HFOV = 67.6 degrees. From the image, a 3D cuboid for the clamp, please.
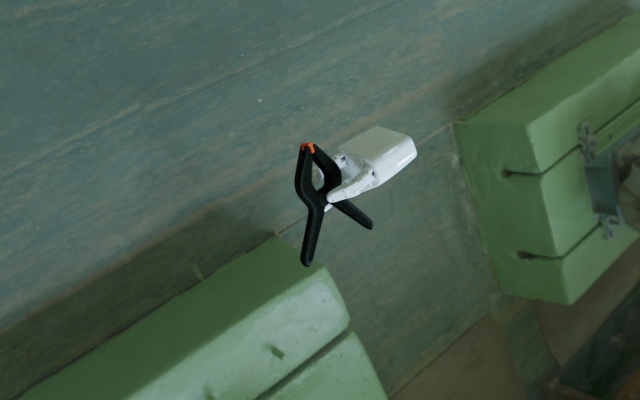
[{"bbox_3d":[0.001,0.002,0.838,0.164,0.210,0.036,-35,22,-27],"label":"clamp"}]
